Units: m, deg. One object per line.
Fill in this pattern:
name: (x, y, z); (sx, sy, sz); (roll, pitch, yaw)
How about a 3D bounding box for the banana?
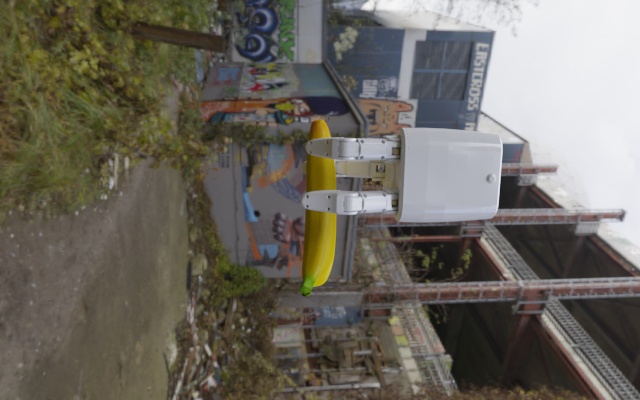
banana: (0.000, 0.010, 0.539); (0.037, 0.197, 0.070); (2, -16, 1)
